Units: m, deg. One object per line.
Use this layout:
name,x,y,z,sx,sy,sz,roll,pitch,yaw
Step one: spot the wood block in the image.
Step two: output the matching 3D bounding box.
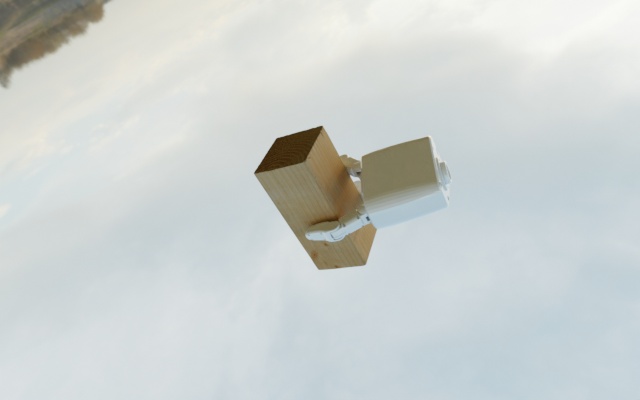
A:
wood block,0.000,0.003,0.729,0.090,0.206,0.090,-10,37,31
